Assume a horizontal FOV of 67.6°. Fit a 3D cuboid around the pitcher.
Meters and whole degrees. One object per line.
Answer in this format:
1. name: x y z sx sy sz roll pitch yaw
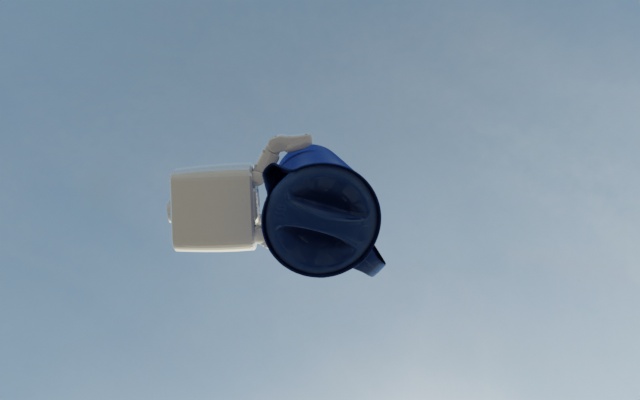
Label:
1. pitcher: 0.000 0.002 0.636 0.145 0.149 0.242 -3 15 -3
